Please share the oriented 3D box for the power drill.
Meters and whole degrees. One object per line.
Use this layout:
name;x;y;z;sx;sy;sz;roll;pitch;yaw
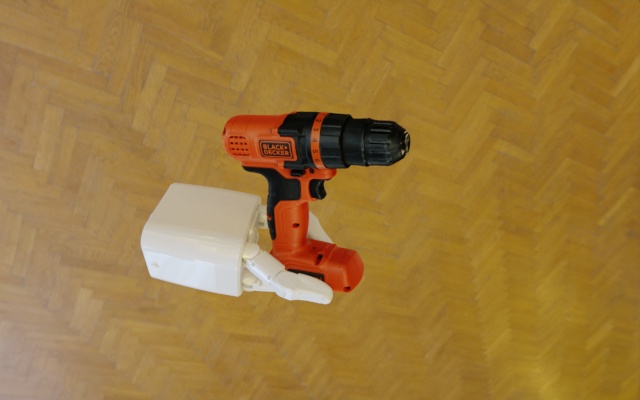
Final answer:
power drill;0.000;0.002;0.481;0.184;0.188;0.057;6;30;24
